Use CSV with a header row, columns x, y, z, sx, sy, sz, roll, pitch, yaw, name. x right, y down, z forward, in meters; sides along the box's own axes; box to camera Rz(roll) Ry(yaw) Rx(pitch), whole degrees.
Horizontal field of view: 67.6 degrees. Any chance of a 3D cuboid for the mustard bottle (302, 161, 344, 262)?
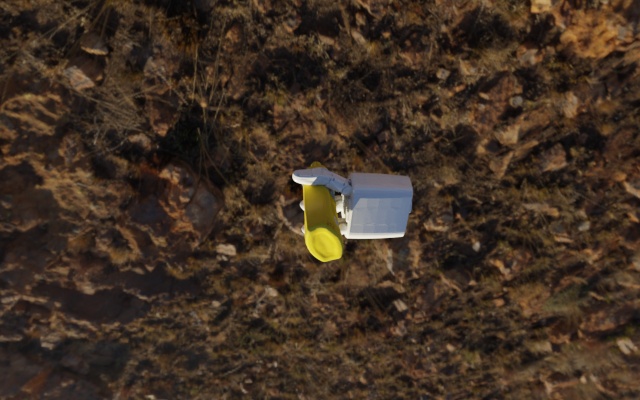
x,y,z,sx,sy,sz,roll,pitch,yaw,name
0.000,0.003,0.824,0.058,0.191,0.096,-16,-44,11,mustard bottle
